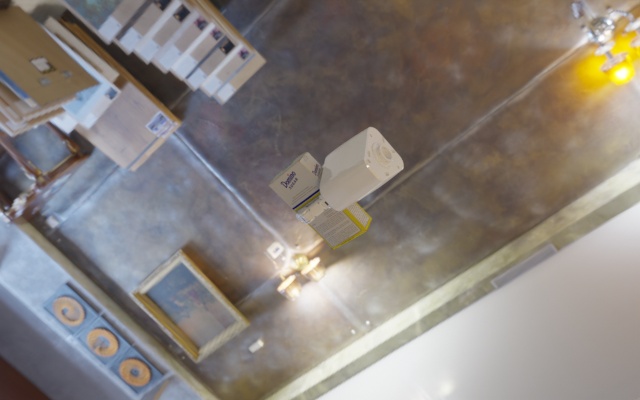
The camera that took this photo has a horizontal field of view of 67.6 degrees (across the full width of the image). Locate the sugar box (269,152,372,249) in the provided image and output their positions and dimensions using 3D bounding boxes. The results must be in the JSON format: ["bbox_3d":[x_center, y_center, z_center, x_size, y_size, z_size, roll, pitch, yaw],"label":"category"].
[{"bbox_3d":[0.000,0.003,0.871,0.093,0.176,0.048,-34,13,37],"label":"sugar box"}]
